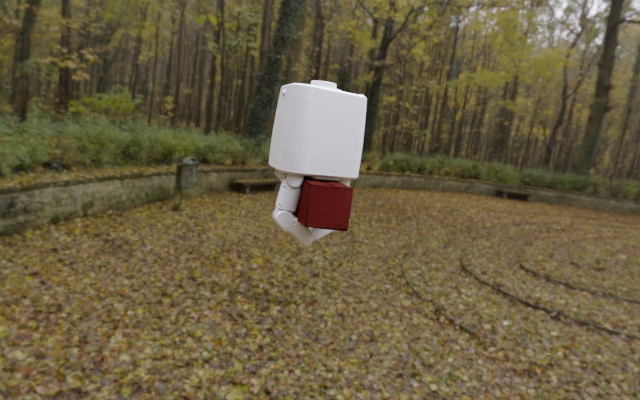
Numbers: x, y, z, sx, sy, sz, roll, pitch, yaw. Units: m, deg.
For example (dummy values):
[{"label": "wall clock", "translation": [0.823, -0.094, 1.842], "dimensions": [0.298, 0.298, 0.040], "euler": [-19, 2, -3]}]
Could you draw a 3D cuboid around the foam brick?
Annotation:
[{"label": "foam brick", "translation": [0.000, 0.002, 0.578], "dimensions": [0.053, 0.051, 0.078], "euler": [6, 8, -18]}]
